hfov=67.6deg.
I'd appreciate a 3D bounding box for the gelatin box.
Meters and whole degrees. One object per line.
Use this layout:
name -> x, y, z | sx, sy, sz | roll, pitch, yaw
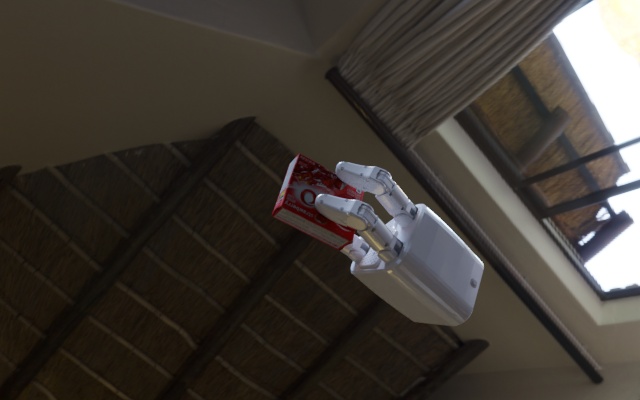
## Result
gelatin box -> 0.000, 0.002, 0.517 | 0.089, 0.073, 0.030 | 28, -36, -16
